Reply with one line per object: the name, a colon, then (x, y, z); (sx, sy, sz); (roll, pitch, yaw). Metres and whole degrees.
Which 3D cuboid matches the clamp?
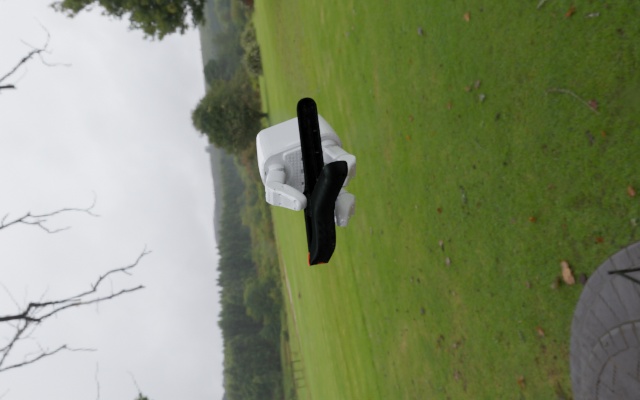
clamp: (-0.001, 0.002, 0.567); (0.036, 0.210, 0.164); (-7, 30, -10)
